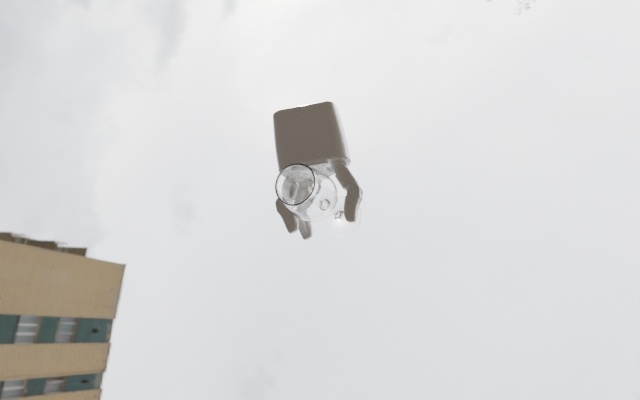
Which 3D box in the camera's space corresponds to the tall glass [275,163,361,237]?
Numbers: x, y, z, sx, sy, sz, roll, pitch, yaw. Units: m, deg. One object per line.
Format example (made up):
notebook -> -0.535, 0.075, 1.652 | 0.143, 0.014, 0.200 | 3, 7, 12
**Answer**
tall glass -> 0.000, 0.003, 0.751 | 0.079, 0.079, 0.201 | 0, -14, 22
